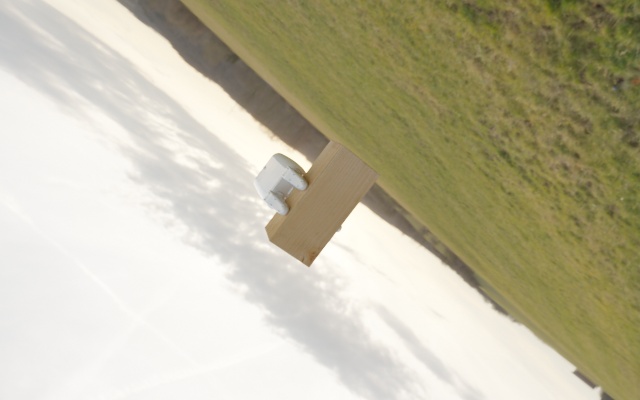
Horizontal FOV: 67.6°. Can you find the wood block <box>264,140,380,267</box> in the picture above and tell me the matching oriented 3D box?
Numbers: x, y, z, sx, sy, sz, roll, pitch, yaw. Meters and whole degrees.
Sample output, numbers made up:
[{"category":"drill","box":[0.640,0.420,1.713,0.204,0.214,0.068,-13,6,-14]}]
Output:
[{"category":"wood block","box":[0.000,0.003,0.861,0.091,0.206,0.090,36,3,-18]}]
